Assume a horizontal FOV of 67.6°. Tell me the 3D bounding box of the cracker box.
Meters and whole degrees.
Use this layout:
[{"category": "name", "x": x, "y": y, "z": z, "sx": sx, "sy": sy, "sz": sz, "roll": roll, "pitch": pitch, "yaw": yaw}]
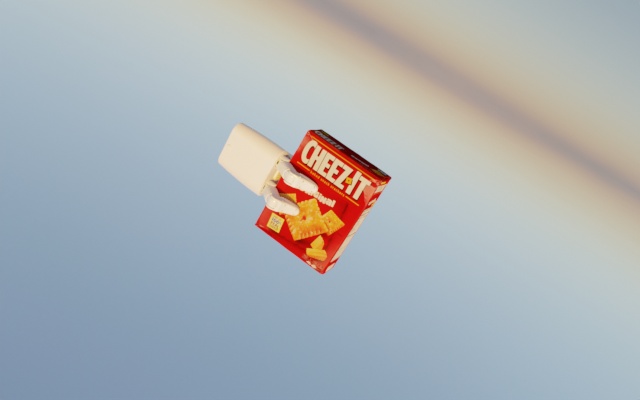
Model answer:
[{"category": "cracker box", "x": 0.000, "y": 0.003, "z": 0.873, "sx": 0.164, "sy": 0.214, "sz": 0.072, "roll": 36, "pitch": 20, "yaw": 13}]
